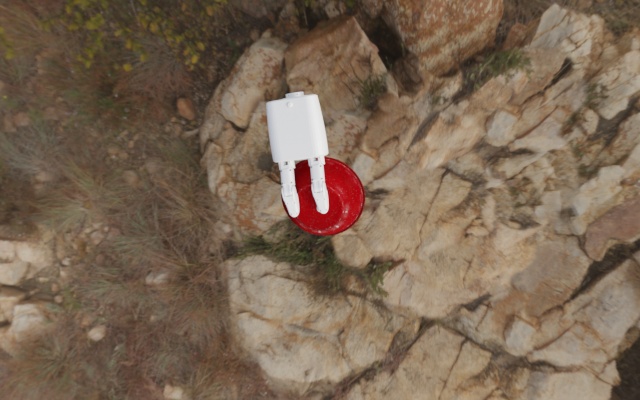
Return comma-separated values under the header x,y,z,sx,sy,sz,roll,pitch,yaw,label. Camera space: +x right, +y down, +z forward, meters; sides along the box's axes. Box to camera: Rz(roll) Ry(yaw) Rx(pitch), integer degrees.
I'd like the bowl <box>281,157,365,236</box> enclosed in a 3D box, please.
x,y,z,sx,sy,sz,roll,pitch,yaw,label
0.001,0.004,0.883,0.162,0.162,0.055,0,22,10,bowl
